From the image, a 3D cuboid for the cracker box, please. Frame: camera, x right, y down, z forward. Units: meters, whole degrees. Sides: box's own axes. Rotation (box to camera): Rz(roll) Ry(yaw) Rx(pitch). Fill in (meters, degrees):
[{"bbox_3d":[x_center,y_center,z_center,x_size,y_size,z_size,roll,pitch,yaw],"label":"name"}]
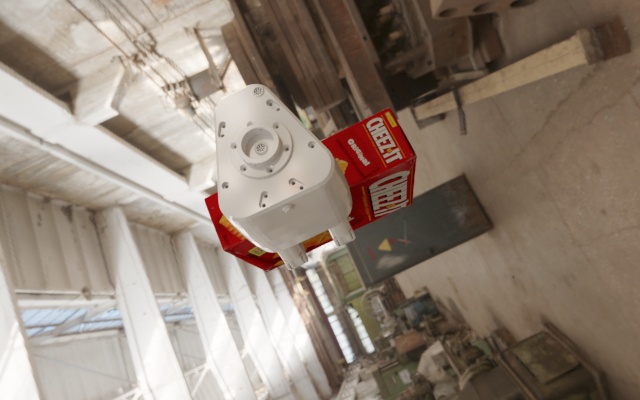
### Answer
[{"bbox_3d":[0.000,0.002,0.550,0.214,0.072,0.164,-25,-19,1],"label":"cracker box"}]
